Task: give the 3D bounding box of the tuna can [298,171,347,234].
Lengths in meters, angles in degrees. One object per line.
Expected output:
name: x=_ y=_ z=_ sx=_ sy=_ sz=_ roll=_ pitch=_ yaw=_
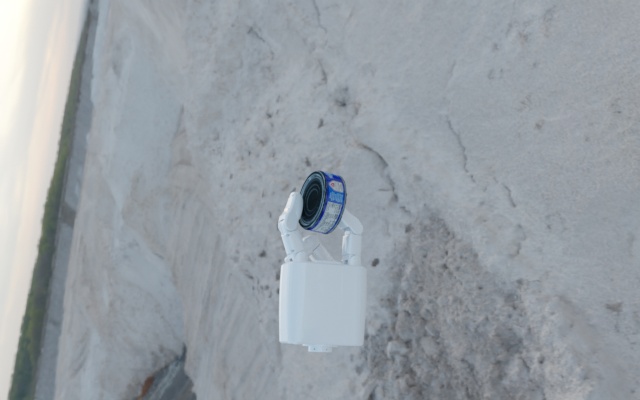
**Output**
tuna can: x=0.000 y=0.002 z=0.664 sx=0.034 sy=0.086 sz=0.086 roll=14 pitch=-6 yaw=-26
